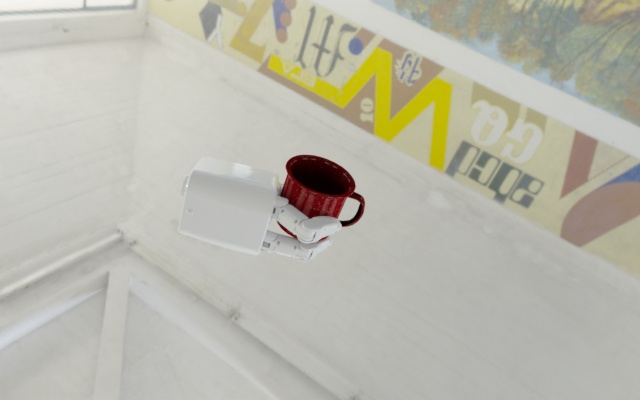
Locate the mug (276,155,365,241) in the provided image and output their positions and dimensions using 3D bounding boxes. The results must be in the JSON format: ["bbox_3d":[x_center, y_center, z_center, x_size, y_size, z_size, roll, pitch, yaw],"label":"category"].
[{"bbox_3d":[0.001,0.003,0.625,0.117,0.081,0.093,15,33,-10],"label":"mug"}]
